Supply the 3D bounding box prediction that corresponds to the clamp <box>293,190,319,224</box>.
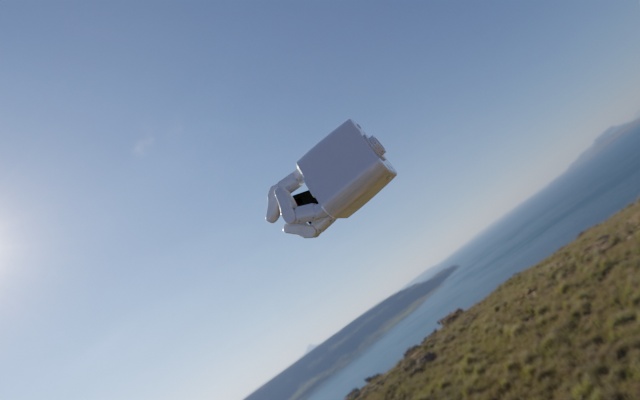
[{"bbox_3d":[0.000,0.002,0.792,0.120,0.039,0.171,-40,-15,14],"label":"clamp"}]
